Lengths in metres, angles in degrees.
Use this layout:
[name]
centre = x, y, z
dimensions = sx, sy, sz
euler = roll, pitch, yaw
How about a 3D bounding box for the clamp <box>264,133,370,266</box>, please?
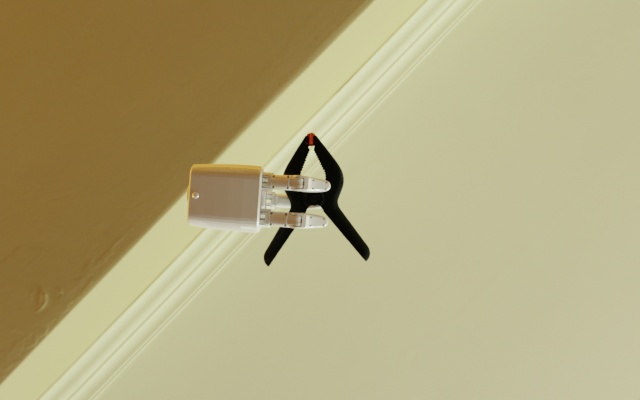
[clamp]
centre = 0.000, 0.002, 0.743
dimensions = 0.164, 0.210, 0.036
euler = 4, 1, -2
